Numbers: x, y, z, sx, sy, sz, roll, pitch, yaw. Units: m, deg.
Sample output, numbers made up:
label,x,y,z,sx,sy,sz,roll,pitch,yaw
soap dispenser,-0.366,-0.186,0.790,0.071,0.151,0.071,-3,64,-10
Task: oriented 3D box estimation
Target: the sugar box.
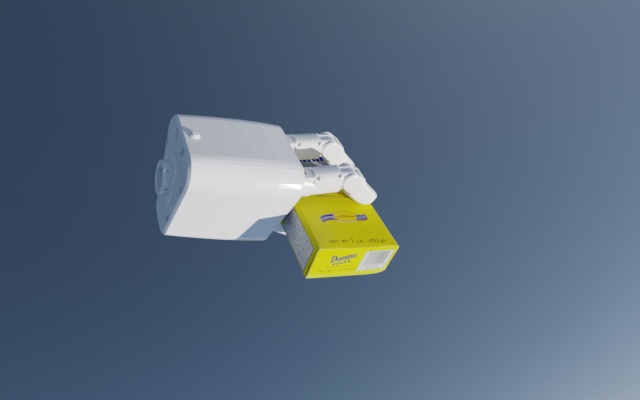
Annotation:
label,x,y,z,sx,sy,sz,roll,pitch,yaw
sugar box,0.000,0.001,0.508,0.093,0.048,0.176,1,42,-30
